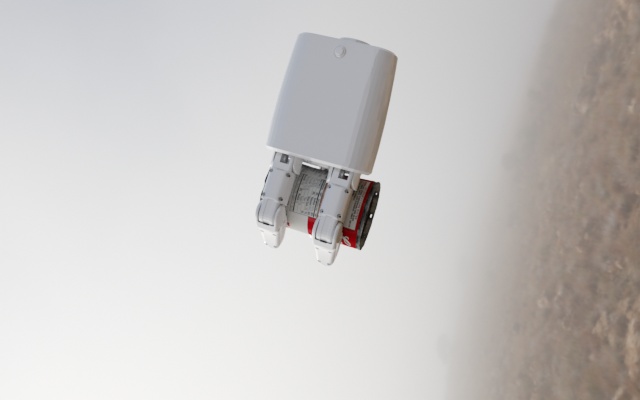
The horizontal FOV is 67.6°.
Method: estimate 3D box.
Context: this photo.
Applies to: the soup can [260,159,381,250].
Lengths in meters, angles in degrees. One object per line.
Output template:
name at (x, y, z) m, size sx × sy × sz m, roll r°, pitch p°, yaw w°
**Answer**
soup can at (0.000, 0.002, 0.465) m, size 0.102 × 0.068 × 0.068 m, roll 16°, pitch 3°, yaw 12°
